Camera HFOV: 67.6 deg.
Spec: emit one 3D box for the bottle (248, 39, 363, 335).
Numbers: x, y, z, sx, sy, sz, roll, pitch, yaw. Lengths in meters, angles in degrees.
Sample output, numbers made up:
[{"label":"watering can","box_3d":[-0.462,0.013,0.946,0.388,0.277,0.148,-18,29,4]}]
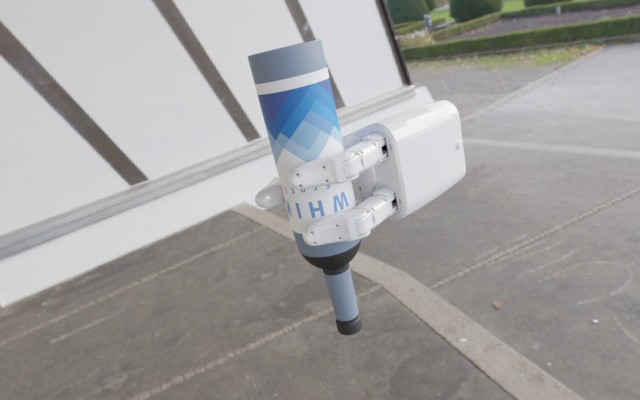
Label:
[{"label":"bottle","box_3d":[0.000,0.001,0.466,0.069,0.296,0.069,-12,19,4]}]
